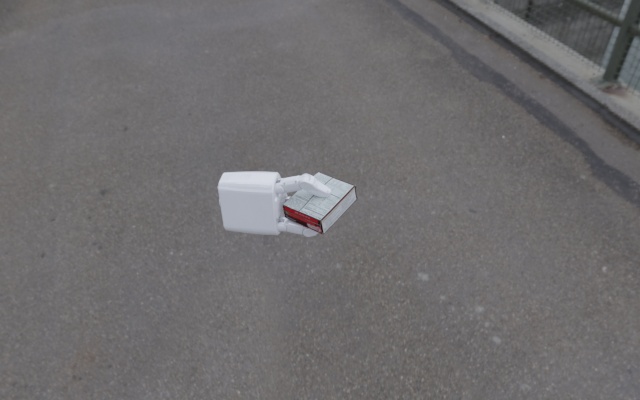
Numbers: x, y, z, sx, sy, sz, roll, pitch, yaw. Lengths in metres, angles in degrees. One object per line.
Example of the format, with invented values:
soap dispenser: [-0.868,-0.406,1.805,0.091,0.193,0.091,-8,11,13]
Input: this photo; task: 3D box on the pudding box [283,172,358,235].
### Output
pudding box: [0.000,0.003,0.873,0.090,0.039,0.113,23,52,31]
